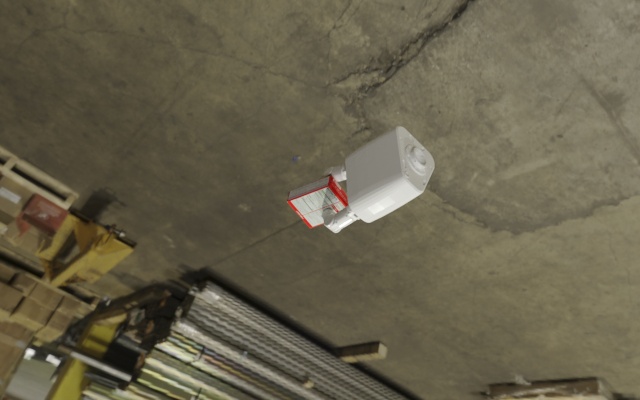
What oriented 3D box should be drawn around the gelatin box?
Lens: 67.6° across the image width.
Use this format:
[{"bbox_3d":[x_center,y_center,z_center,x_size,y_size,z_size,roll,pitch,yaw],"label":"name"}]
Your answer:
[{"bbox_3d":[0.000,0.003,0.809,0.089,0.030,0.073,-21,-53,27],"label":"gelatin box"}]
